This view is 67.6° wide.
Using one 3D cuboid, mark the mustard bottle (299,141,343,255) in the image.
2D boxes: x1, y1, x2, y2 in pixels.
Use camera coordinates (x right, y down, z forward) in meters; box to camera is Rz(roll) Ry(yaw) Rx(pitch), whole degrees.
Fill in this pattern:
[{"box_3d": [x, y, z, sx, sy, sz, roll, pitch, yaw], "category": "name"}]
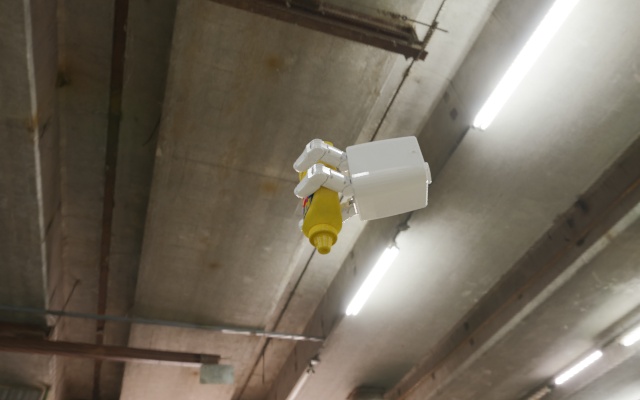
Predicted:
[{"box_3d": [0.000, 0.002, 0.722, 0.058, 0.191, 0.096, 7, -46, -12], "category": "mustard bottle"}]
